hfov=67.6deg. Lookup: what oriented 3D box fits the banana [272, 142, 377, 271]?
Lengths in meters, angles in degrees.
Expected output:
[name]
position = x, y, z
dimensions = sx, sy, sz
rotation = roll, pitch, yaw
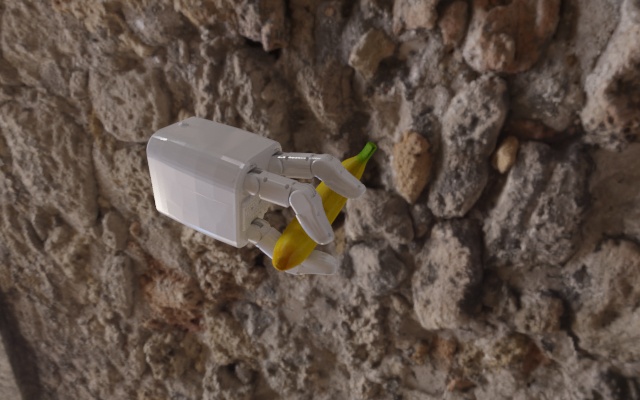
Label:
[banana]
position = -0.002, 0.010, 0.513
dimensions = 0.037, 0.197, 0.070
rotation = 30, -37, 8
